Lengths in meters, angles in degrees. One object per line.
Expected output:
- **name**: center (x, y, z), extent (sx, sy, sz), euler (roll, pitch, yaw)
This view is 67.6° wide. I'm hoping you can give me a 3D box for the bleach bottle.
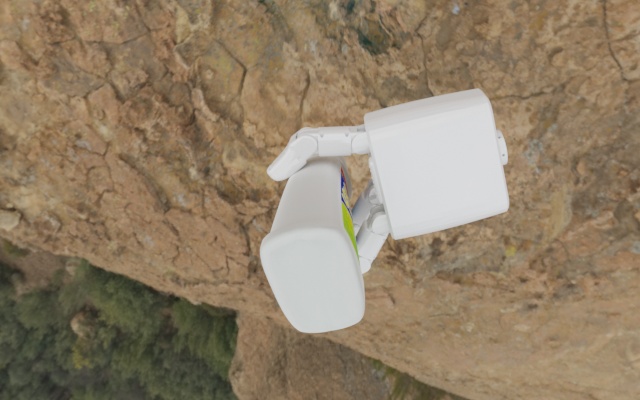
- **bleach bottle**: center (0.000, 0.002, 0.457), extent (0.068, 0.103, 0.250), euler (-12, 29, 9)
